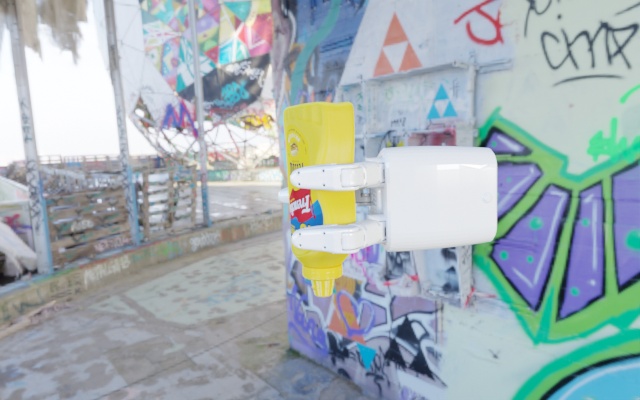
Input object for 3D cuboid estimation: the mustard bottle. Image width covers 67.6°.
[{"bbox_3d":[0.000,0.001,0.477,0.058,0.191,0.096,-6,8,-28],"label":"mustard bottle"}]
